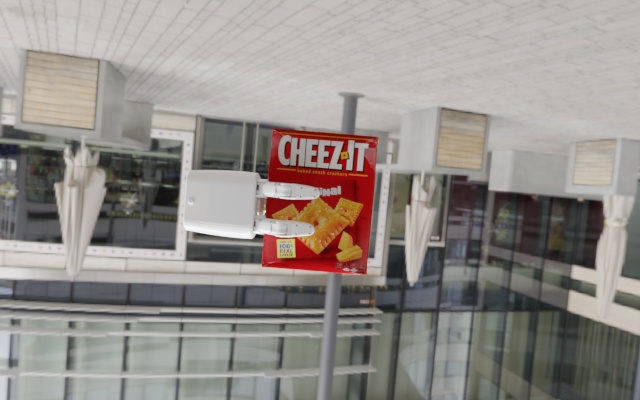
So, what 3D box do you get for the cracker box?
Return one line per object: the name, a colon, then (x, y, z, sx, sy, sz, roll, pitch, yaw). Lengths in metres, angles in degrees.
cracker box: (0.000, 0.003, 0.743, 0.164, 0.213, 0.072, 5, 2, 3)
